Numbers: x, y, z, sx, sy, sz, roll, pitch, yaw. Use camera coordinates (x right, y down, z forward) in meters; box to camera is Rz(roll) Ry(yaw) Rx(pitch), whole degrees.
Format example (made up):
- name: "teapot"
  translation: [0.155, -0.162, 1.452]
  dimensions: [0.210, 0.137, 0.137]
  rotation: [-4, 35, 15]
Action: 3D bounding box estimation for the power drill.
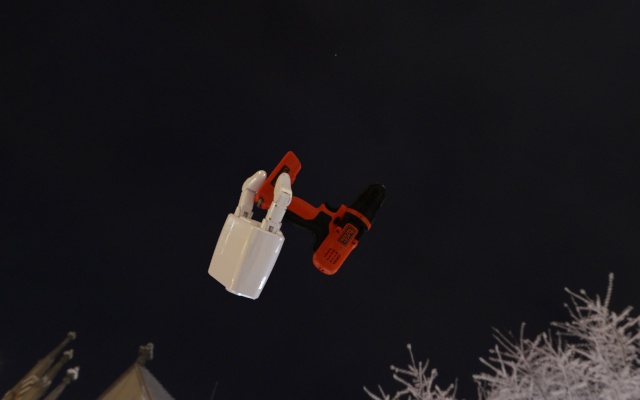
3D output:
- name: "power drill"
  translation: [0.000, 0.003, 0.804]
  dimensions: [0.187, 0.184, 0.057]
  rotation: [37, -20, 0]
